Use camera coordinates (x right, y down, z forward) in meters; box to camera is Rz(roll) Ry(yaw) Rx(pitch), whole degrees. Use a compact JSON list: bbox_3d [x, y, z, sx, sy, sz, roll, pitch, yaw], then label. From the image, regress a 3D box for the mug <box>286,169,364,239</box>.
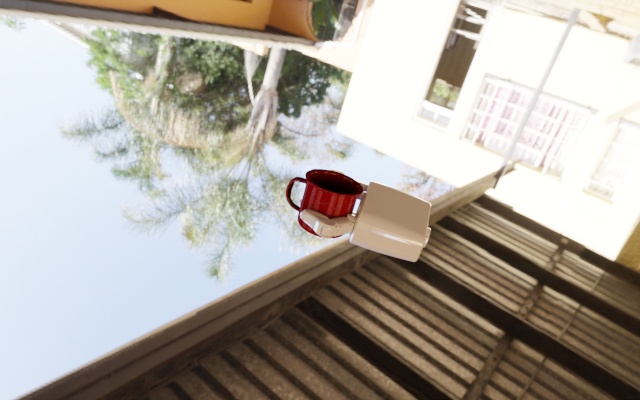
[{"bbox_3d":[-0.001,0.002,0.750,0.117,0.081,0.093,19,24,6],"label":"mug"}]
